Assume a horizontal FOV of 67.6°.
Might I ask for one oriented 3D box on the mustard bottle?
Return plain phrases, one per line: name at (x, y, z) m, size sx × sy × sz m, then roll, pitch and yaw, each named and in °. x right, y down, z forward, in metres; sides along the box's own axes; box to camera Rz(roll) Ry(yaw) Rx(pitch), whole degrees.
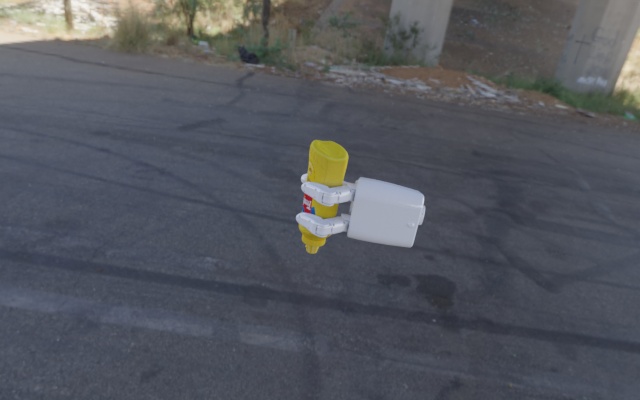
mustard bottle at (0.000, 0.002, 0.797) m, size 0.058 × 0.192 × 0.096 m, roll 2°, pitch 25°, yaw -18°
